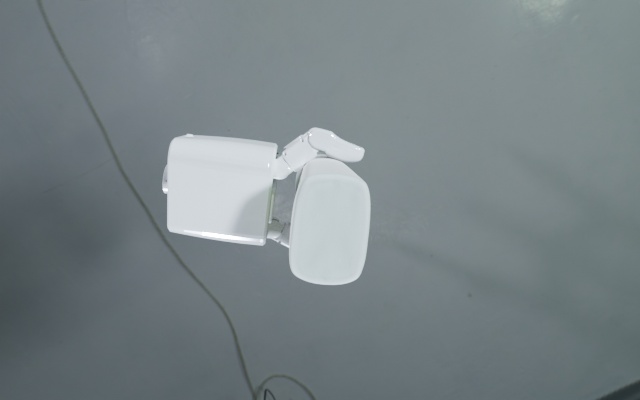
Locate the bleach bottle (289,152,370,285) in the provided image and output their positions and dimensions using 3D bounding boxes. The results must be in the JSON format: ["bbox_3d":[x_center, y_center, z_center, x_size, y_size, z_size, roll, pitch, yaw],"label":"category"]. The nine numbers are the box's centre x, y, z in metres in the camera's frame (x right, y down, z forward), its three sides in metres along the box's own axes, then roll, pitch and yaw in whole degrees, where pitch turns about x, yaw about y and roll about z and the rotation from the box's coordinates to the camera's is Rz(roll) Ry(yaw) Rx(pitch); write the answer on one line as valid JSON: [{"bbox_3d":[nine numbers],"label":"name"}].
[{"bbox_3d":[0.000,0.002,0.526,0.068,0.102,0.250,6,10,-5],"label":"bleach bottle"}]
